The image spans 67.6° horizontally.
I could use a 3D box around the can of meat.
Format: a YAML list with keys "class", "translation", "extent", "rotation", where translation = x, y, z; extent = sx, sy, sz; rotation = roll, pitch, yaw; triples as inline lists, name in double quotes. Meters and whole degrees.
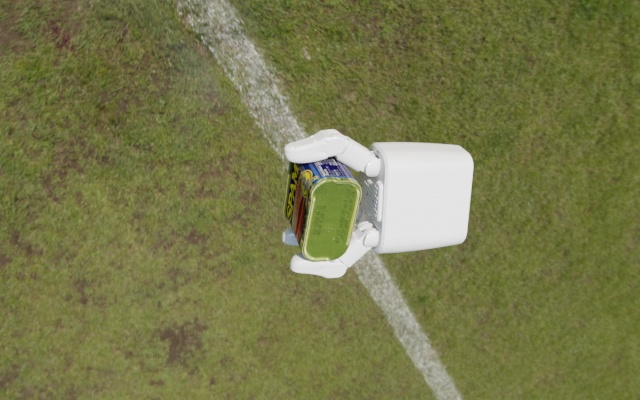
- class: "can of meat"
  translation: [0.000, 0.002, 0.503]
  extent: [0.057, 0.102, 0.084]
  rotation: [0, 30, -18]
